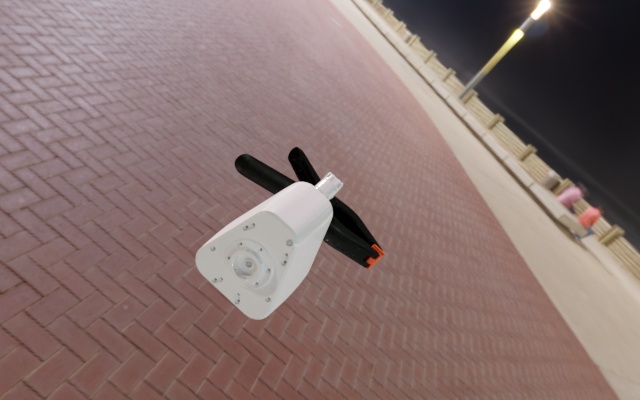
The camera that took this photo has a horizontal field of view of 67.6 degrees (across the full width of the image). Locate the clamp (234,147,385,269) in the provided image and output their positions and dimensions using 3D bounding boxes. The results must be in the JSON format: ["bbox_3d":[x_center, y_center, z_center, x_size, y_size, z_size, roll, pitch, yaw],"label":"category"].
[{"bbox_3d":[0.001,0.002,0.627,0.210,0.036,0.164,42,23,3],"label":"clamp"}]
